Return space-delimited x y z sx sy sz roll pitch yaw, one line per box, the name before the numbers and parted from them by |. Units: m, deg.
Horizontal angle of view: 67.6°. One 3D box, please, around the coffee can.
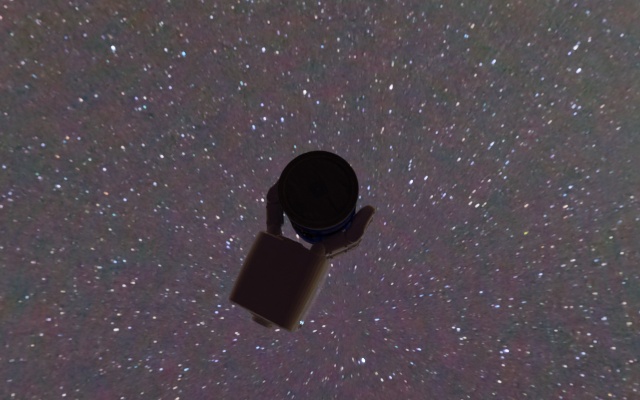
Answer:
coffee can | 0.000 0.002 0.665 0.103 0.102 0.140 0 -14 3
